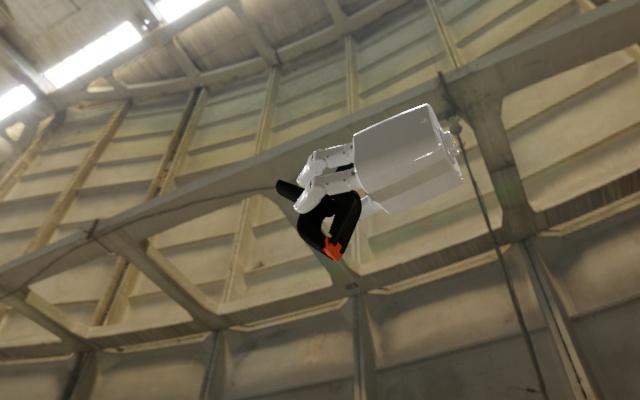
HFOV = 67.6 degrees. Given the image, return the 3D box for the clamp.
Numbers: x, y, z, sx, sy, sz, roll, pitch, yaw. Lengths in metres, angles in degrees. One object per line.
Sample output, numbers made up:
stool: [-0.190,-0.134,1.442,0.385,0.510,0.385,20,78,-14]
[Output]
clamp: [0.001,0.003,0.652,0.164,0.209,0.036,-26,-53,24]
